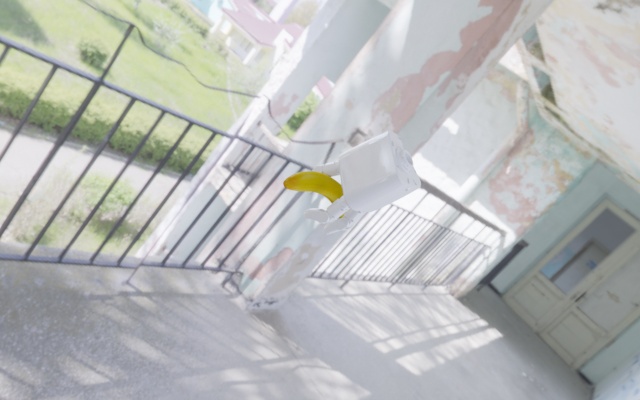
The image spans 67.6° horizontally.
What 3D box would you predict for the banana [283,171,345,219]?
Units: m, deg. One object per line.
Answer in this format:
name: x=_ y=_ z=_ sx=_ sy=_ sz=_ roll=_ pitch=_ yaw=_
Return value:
banana: x=0.008 y=-0.012 z=0.878 sx=0.037 sy=0.069 sz=0.198 roll=4 pitch=-24 yaw=40
